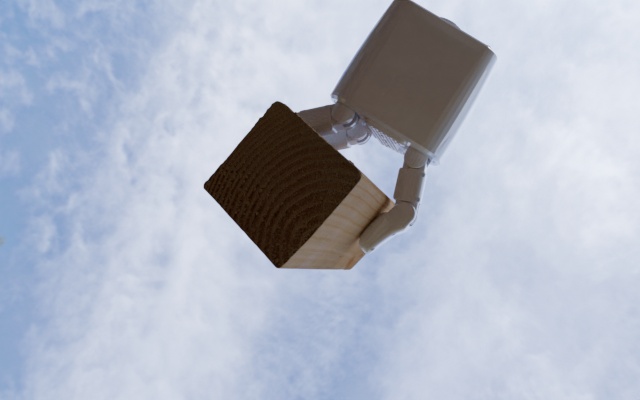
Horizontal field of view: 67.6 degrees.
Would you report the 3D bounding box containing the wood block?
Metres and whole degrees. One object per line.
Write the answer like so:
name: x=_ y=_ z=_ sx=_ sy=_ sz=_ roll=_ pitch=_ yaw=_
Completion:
wood block: x=0.001 y=0.001 z=0.434 sx=0.091 sy=0.090 sz=0.206 roll=44 pitch=6 yaw=18
